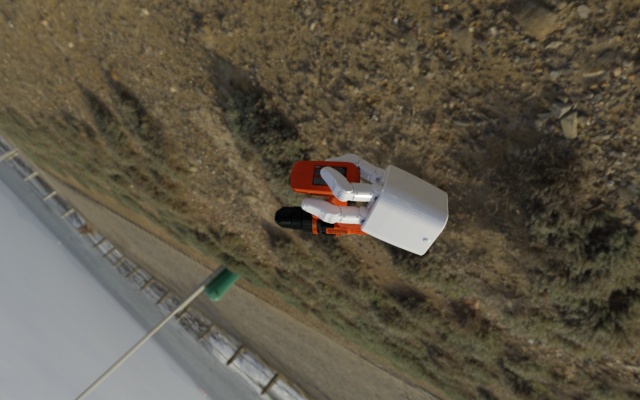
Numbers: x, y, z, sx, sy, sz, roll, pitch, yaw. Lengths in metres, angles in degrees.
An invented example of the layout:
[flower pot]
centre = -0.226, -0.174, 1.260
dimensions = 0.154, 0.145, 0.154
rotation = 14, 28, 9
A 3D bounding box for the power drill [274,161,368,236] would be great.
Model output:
[power drill]
centre = 0.000, 0.002, 0.804
dimensions = 0.184, 0.057, 0.188
rotation = 1, -26, 7
